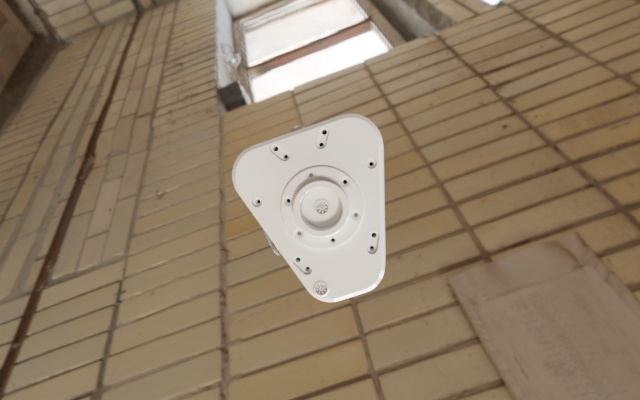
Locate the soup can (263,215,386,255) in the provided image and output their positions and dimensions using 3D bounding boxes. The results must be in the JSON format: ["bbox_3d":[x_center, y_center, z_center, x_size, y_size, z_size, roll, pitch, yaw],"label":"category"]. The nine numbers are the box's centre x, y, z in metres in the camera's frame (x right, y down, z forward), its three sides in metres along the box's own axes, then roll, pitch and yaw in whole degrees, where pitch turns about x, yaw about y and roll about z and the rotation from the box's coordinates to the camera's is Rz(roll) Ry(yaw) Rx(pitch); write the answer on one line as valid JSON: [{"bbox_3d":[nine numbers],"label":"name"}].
[{"bbox_3d":[0.000,0.001,0.429,0.102,0.068,0.068,-18,-2,4],"label":"soup can"}]
